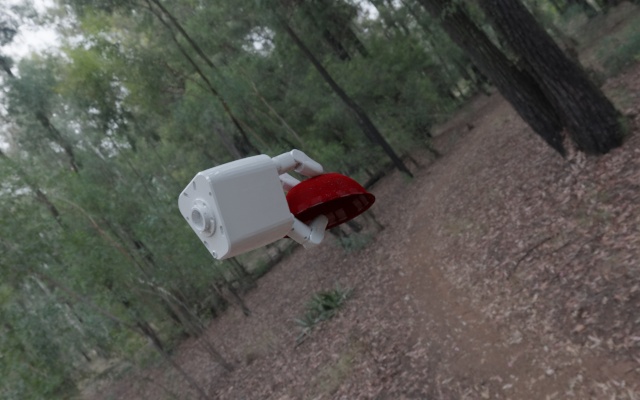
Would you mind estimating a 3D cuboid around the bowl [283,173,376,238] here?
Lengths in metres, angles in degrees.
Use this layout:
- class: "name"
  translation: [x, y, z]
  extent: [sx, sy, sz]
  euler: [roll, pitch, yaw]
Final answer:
- class: "bowl"
  translation: [0.001, 0.002, 0.735]
  extent: [0.162, 0.055, 0.162]
  euler: [-18, -17, -6]
